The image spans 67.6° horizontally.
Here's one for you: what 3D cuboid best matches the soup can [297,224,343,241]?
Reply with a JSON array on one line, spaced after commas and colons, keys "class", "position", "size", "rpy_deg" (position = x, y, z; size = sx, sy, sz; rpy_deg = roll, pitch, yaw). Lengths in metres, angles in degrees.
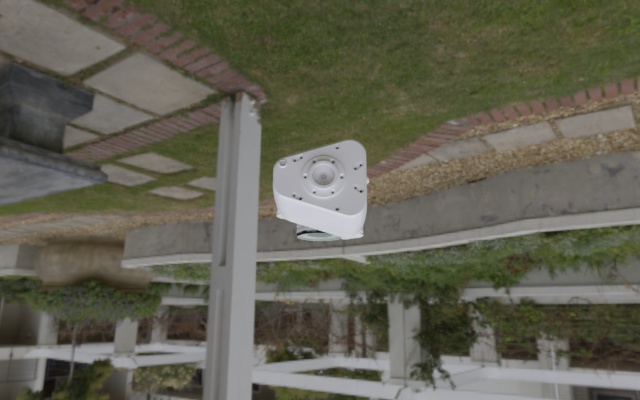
[{"class": "soup can", "position": [0.000, 0.003, 0.680], "size": [0.068, 0.102, 0.068], "rpy_deg": [0, -14, 0]}]
